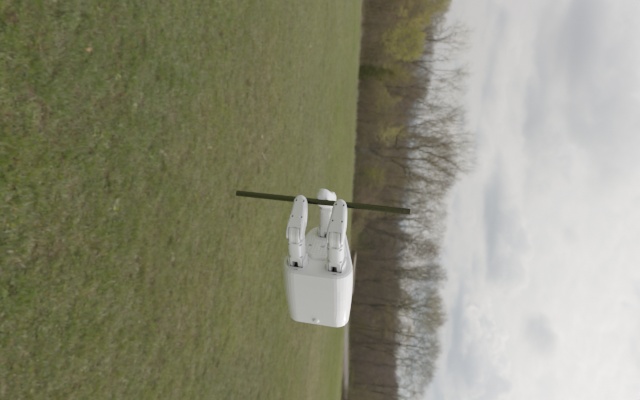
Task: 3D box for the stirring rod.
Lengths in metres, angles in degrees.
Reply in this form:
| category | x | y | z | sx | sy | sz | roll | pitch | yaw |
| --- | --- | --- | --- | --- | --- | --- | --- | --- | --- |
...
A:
| category | x | y | z | sx | sy | sz | roll | pitch | yaw |
| --- | --- | --- | --- | --- | --- | --- | --- | --- | --- |
| stirring rod | 0.000 | 0.002 | 0.648 | 0.239 | 0.011 | 0.011 | 6 | 1 | 11 |
